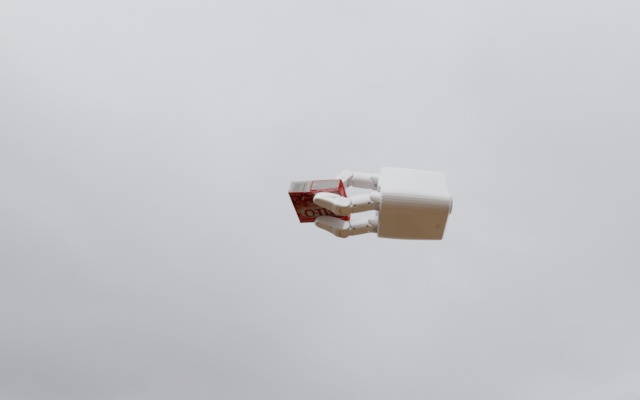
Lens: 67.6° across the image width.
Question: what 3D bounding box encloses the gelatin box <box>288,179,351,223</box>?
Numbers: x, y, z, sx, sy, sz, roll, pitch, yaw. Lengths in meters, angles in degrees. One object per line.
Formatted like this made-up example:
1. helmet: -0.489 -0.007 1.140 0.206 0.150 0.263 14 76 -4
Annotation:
1. gelatin box: 0.000 0.002 0.779 0.089 0.030 0.073 -2 -45 18
